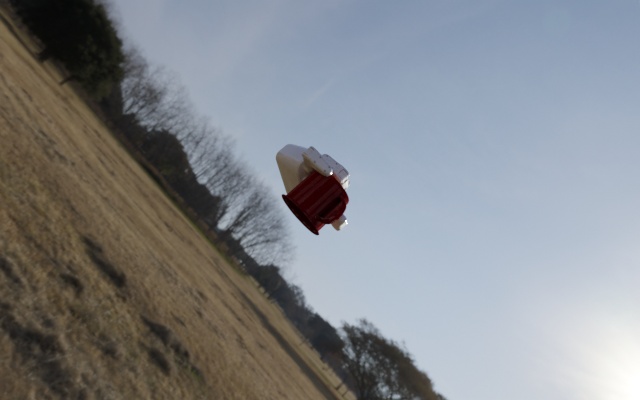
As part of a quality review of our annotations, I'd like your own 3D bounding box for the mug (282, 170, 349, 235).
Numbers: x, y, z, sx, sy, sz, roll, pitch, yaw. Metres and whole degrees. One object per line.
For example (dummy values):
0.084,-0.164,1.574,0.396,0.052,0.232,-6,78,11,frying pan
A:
0.001,0.003,0.805,0.081,0.093,0.117,-42,34,-12,mug
